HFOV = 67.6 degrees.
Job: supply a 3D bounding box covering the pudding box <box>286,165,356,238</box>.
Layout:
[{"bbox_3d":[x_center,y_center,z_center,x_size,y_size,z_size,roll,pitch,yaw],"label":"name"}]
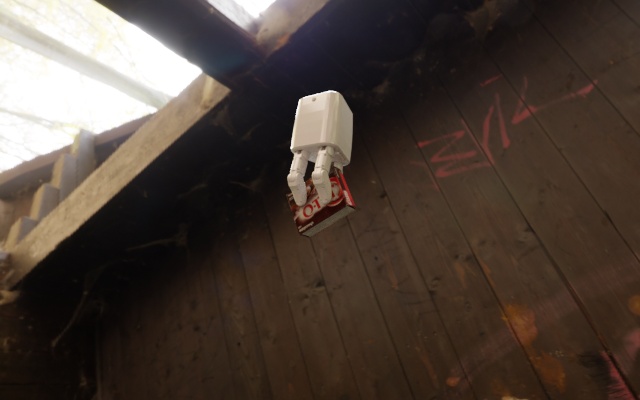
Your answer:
[{"bbox_3d":[0.000,0.003,0.869,0.113,0.090,0.039,-34,-33,24],"label":"pudding box"}]
